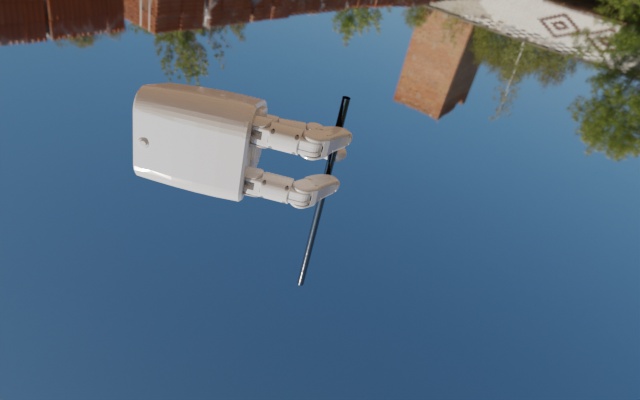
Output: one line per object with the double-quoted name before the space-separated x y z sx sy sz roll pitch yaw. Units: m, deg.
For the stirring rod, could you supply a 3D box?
"stirring rod" 0.000 0.002 0.516 0.011 0.240 0.011 10 32 -6
